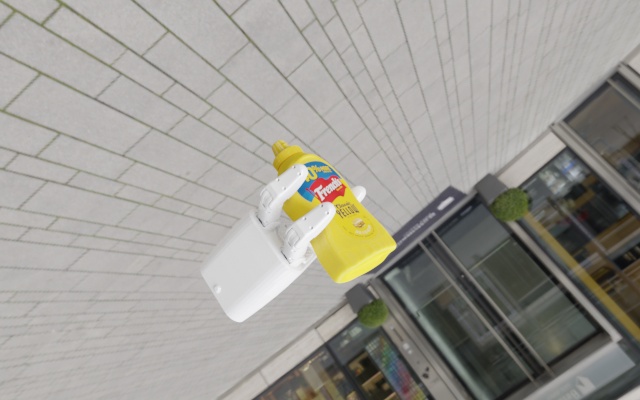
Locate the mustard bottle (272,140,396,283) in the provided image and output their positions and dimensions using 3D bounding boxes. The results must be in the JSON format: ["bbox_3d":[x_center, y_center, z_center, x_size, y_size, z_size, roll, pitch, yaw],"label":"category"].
[{"bbox_3d":[0.000,0.002,0.569,0.096,0.191,0.058,-18,-27,-44],"label":"mustard bottle"}]
